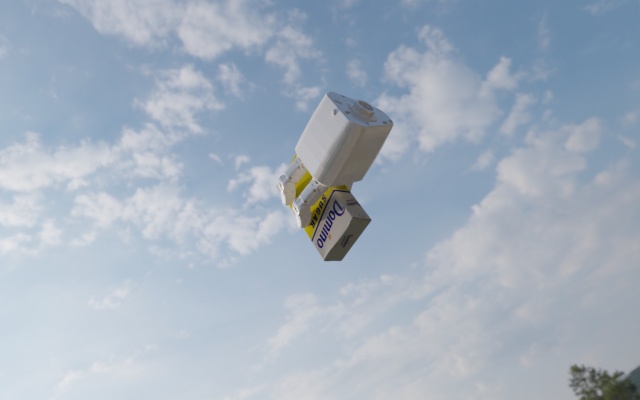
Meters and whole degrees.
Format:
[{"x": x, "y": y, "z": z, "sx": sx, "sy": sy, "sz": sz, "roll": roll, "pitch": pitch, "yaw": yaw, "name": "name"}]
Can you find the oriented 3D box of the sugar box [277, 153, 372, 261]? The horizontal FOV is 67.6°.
[{"x": 0.000, "y": 0.002, "z": 0.763, "sx": 0.048, "sy": 0.093, "sz": 0.176, "roll": 7, "pitch": 37, "yaw": -40, "name": "sugar box"}]
